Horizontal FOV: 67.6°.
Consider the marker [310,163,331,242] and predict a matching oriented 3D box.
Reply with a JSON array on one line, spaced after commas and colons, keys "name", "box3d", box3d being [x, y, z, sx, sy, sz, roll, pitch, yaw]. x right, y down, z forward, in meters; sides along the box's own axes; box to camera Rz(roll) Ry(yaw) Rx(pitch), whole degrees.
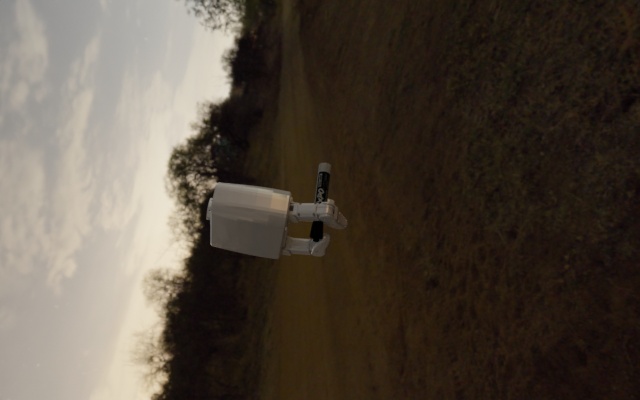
[{"name": "marker", "box3d": [0.000, 0.002, 0.686, 0.020, 0.121, 0.020, 6, -25, 3]}]
